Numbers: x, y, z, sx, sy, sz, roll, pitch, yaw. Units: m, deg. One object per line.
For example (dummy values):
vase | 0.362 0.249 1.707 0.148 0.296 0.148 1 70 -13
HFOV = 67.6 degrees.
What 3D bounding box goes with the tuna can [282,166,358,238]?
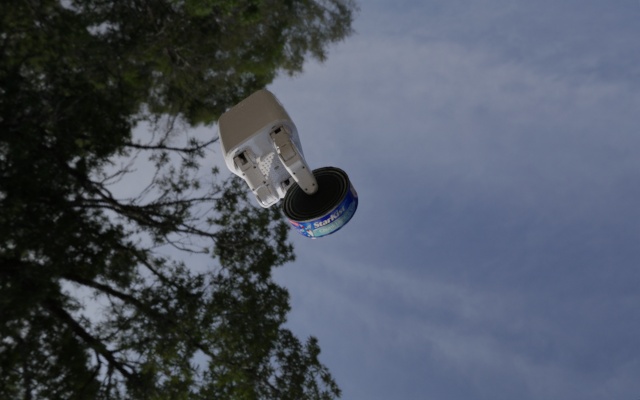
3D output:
tuna can | 0.000 0.002 0.558 0.086 0.086 0.034 0 -42 35
